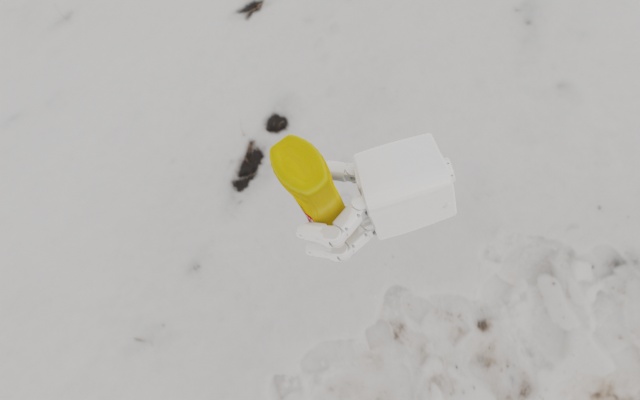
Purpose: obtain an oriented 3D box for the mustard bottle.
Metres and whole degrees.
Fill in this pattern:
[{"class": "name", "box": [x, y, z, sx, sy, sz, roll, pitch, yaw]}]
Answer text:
[{"class": "mustard bottle", "box": [0.000, 0.002, 0.624, 0.058, 0.096, 0.192, -38, -34, -5]}]
